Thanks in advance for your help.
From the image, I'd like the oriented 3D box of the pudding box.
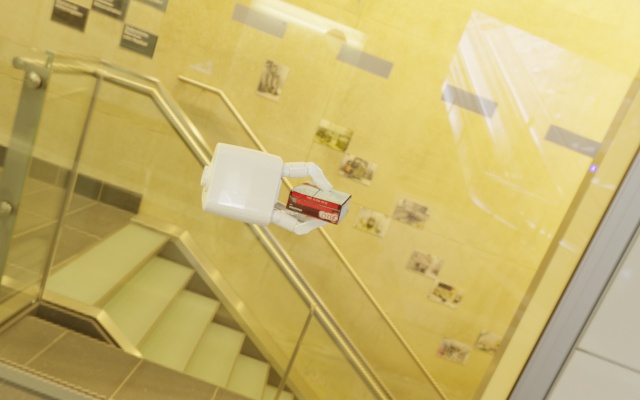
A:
[{"bbox_3d":[0.000,0.002,0.806,0.090,0.039,0.113,18,14,9],"label":"pudding box"}]
